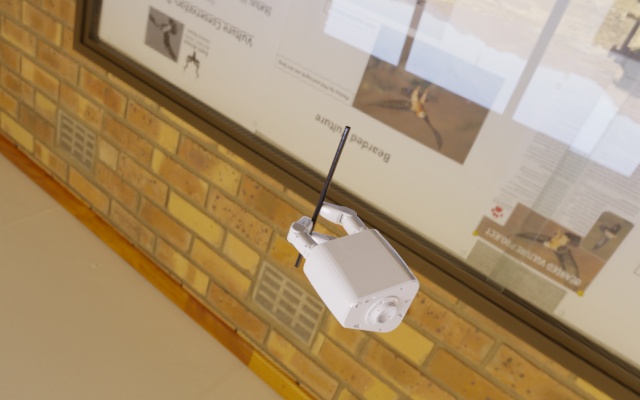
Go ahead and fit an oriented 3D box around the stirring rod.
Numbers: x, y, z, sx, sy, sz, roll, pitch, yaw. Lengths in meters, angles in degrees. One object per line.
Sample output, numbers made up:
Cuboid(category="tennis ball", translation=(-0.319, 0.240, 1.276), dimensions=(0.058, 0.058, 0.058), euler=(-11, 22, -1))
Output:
Cuboid(category="stirring rod", translation=(0.000, 0.002, 0.694), dimensions=(0.011, 0.240, 0.011), euler=(16, 27, -8))
